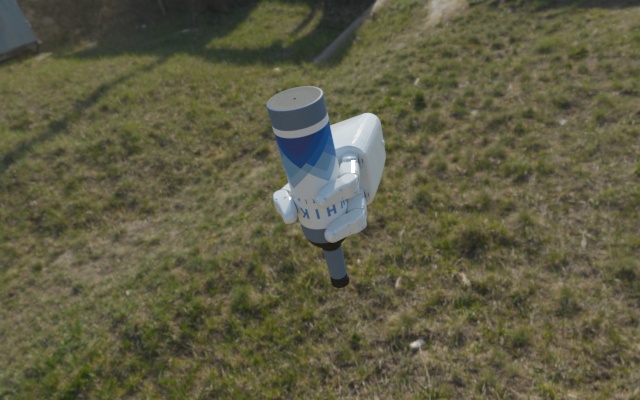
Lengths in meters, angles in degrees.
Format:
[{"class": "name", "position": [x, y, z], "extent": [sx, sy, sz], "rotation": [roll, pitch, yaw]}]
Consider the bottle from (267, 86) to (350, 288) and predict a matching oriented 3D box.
[{"class": "bottle", "position": [0.000, 0.002, 0.625], "extent": [0.069, 0.296, 0.069], "rotation": [-10, 34, 7]}]
